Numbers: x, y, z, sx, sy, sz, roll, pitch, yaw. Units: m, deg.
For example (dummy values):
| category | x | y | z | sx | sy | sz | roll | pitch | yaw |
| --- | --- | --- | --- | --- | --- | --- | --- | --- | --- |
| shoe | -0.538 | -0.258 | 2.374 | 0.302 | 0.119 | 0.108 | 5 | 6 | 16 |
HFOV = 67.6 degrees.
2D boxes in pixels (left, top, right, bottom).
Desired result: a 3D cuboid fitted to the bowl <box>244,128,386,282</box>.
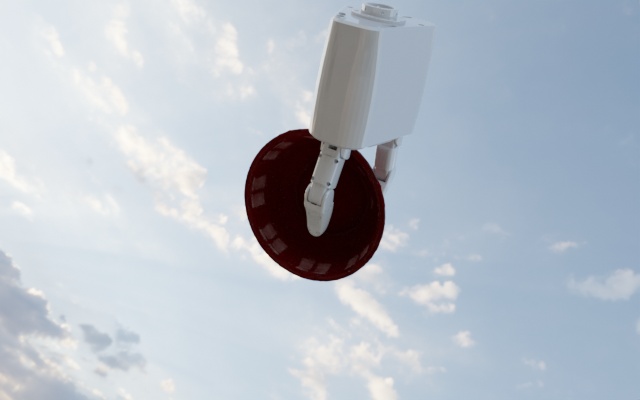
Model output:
| category | x | y | z | sx | sy | sz | roll | pitch | yaw |
| --- | --- | --- | --- | --- | --- | --- | --- | --- | --- |
| bowl | 0.000 | 0.003 | 0.511 | 0.162 | 0.162 | 0.055 | 0 | 13 | 27 |
